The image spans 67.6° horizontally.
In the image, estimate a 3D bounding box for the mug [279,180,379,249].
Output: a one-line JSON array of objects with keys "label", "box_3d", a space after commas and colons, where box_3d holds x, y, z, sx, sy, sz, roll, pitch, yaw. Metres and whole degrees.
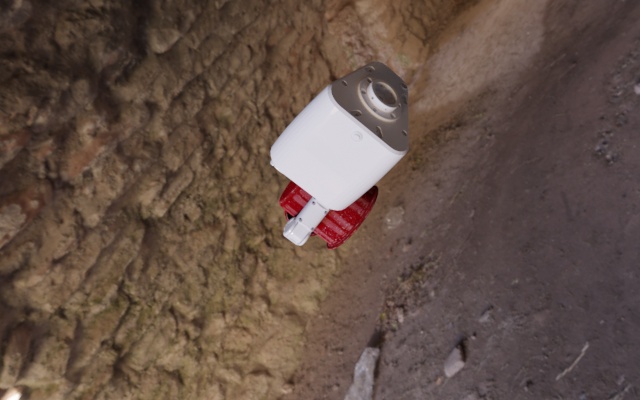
[{"label": "mug", "box_3d": [-0.001, 0.002, 0.563, 0.081, 0.093, 0.117, 38, -45, -11]}]
